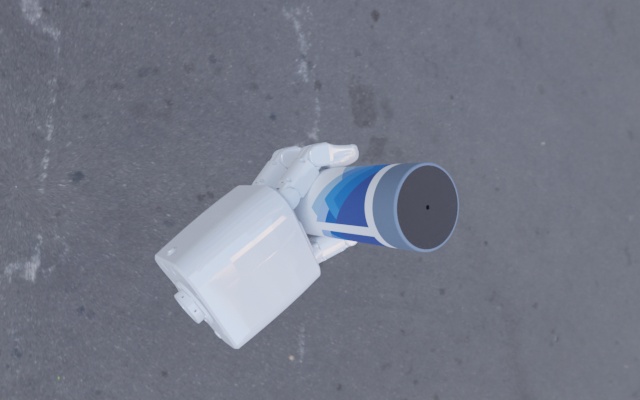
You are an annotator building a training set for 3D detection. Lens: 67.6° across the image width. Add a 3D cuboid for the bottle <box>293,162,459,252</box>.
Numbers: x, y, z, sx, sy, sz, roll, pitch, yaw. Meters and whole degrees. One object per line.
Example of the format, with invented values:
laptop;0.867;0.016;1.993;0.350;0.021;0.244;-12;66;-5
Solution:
bottle;0.000;0.002;0.473;0.069;0.069;0.295;0;1;-33
